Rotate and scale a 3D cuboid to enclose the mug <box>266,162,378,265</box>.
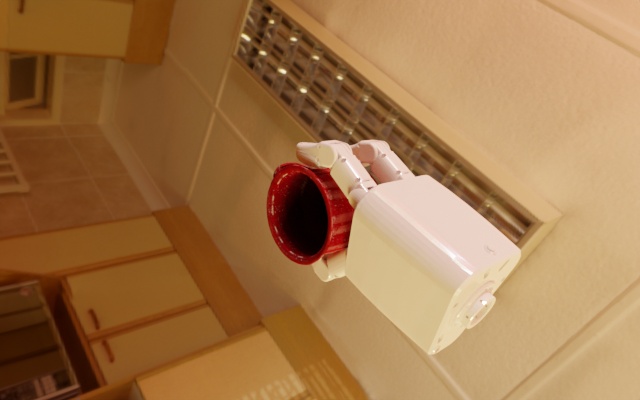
[{"bbox_3d":[-0.001,0.001,0.473,0.081,0.093,0.117,-10,44,-42],"label":"mug"}]
